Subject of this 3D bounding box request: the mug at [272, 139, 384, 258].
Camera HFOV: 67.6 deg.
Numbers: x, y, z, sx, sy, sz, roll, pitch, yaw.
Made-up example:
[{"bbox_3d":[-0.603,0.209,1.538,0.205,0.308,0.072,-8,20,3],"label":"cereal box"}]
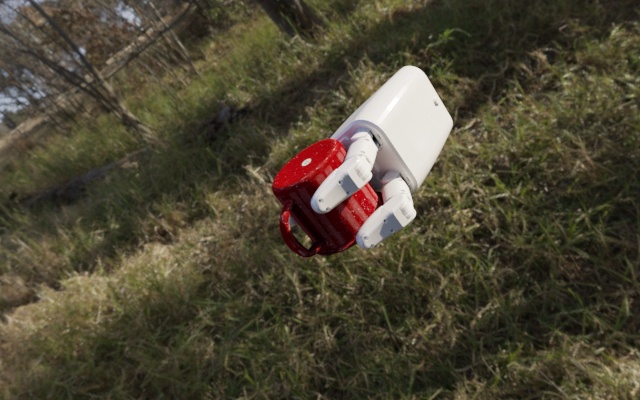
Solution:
[{"bbox_3d":[-0.001,0.002,0.465,0.093,0.081,0.117,-10,35,50],"label":"mug"}]
